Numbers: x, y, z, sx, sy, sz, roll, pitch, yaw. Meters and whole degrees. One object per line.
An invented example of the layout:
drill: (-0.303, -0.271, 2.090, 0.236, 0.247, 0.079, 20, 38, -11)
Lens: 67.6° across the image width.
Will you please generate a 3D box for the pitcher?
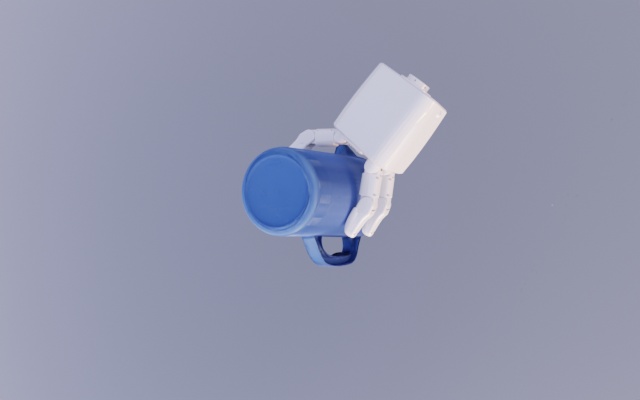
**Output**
pitcher: (0.000, 0.002, 0.670, 0.149, 0.145, 0.243, 45, 17, 19)
